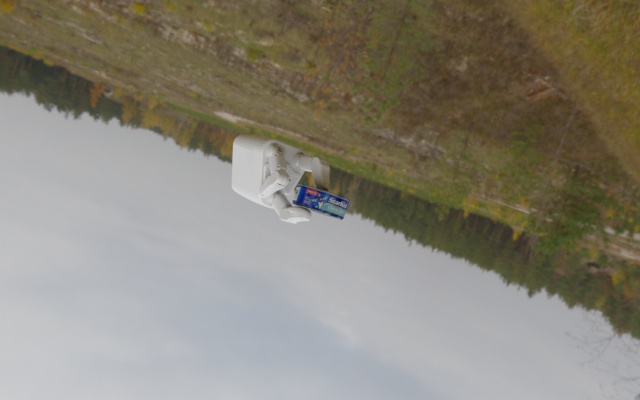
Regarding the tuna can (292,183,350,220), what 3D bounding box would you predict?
[{"bbox_3d":[0.000,0.003,0.744,0.086,0.034,0.086,18,-3,1],"label":"tuna can"}]
